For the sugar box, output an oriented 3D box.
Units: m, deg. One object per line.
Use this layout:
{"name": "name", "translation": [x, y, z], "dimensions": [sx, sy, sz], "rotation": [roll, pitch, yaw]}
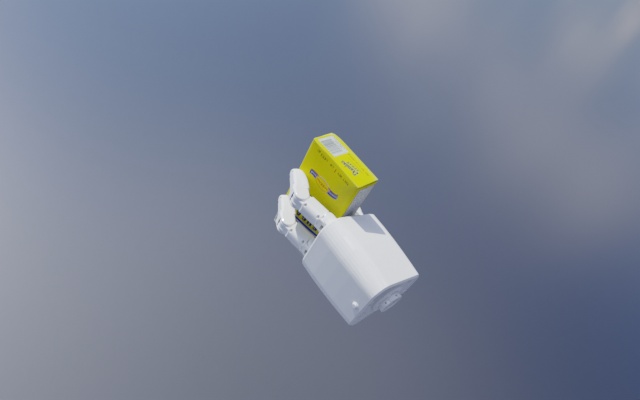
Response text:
{"name": "sugar box", "translation": [0.000, 0.002, 0.660], "dimensions": [0.048, 0.093, 0.176], "rotation": [-21, -28, -42]}
